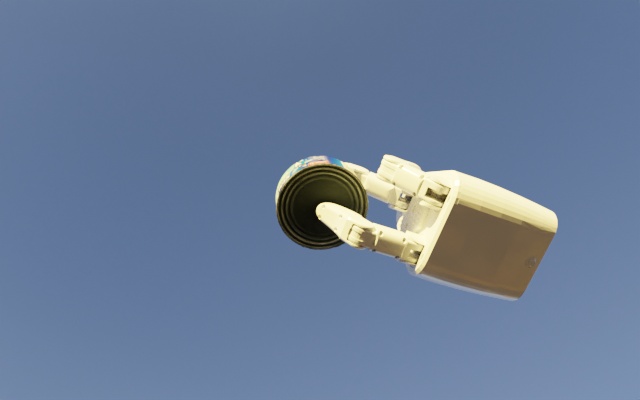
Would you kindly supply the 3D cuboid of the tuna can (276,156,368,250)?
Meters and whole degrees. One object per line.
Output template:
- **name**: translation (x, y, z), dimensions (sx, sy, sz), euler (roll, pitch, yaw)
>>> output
- **tuna can**: translation (0.000, 0.001, 0.455), dimensions (0.086, 0.086, 0.033), euler (0, 21, -8)
